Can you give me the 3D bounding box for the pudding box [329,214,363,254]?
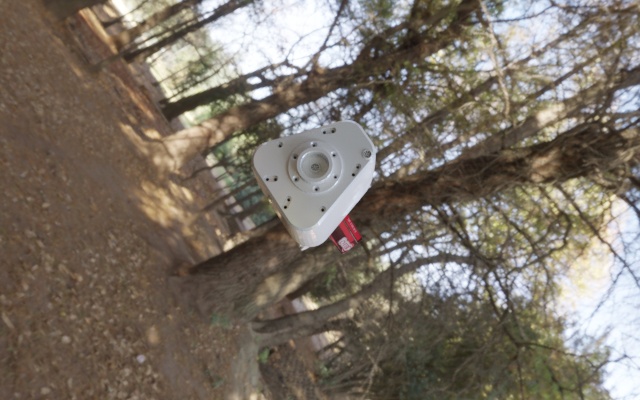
[{"bbox_3d":[0.000,0.002,0.598,0.039,0.113,0.090,-34,-38,-2],"label":"pudding box"}]
